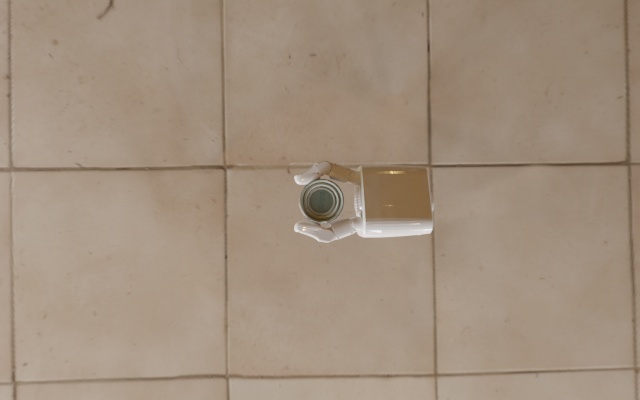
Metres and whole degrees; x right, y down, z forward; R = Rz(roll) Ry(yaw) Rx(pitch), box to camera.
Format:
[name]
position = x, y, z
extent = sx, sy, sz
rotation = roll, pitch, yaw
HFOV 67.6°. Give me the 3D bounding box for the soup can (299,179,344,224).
[soup can]
position = 0.000, 0.002, 0.750
extent = 0.068, 0.068, 0.102
rotation = 0, -1, -2
